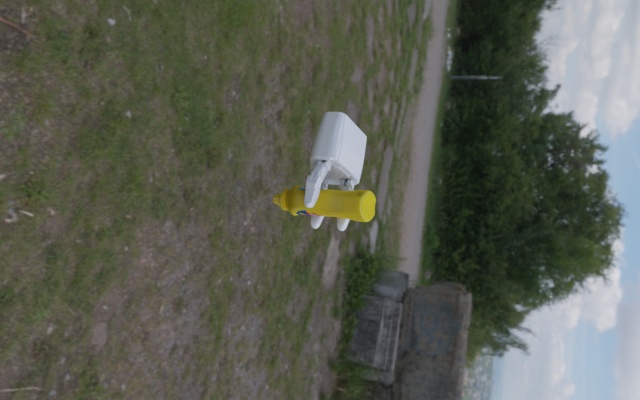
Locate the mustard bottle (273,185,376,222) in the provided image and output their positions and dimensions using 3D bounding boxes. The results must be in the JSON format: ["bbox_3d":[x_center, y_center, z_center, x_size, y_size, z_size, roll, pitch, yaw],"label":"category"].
[{"bbox_3d":[0.000,0.003,0.891,0.191,0.058,0.096,5,2,21],"label":"mustard bottle"}]
